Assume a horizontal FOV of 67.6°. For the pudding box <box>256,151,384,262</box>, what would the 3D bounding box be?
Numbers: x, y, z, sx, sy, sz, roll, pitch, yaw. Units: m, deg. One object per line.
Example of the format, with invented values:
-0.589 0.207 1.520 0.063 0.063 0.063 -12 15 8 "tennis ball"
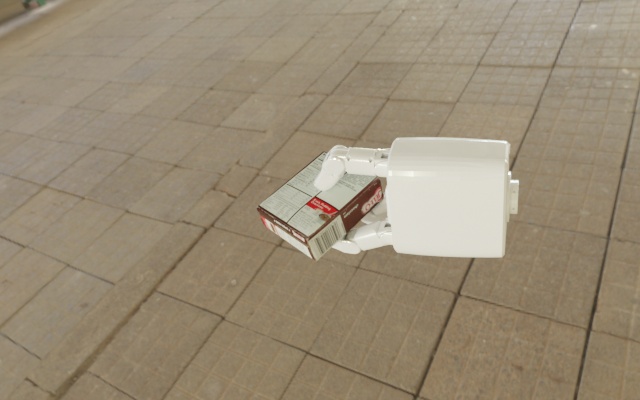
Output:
0.000 0.002 0.531 0.113 0.039 0.090 -40 46 -24 "pudding box"
